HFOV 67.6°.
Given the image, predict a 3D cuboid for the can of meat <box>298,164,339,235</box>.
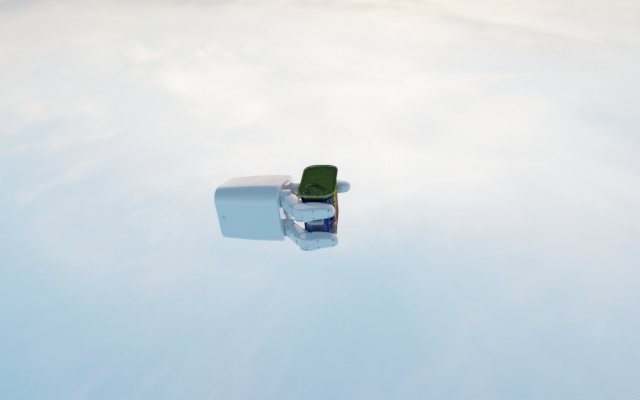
[{"bbox_3d":[0.000,0.003,0.763,0.057,0.084,0.102,-1,31,7],"label":"can of meat"}]
